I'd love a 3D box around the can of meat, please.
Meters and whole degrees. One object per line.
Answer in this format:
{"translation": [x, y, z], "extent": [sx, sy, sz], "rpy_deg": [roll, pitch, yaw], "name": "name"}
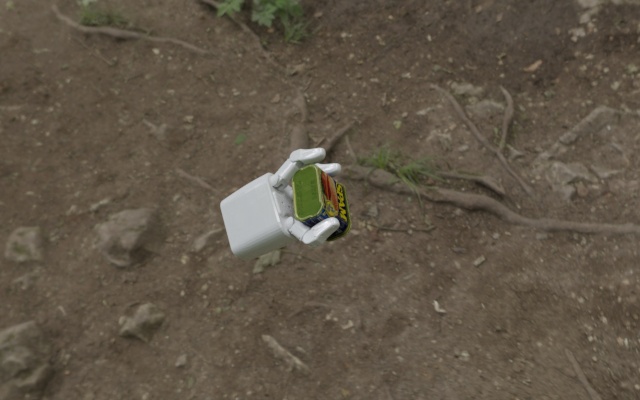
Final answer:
{"translation": [0.000, 0.002, 0.759], "extent": [0.057, 0.102, 0.084], "rpy_deg": [-24, -36, 25], "name": "can of meat"}
